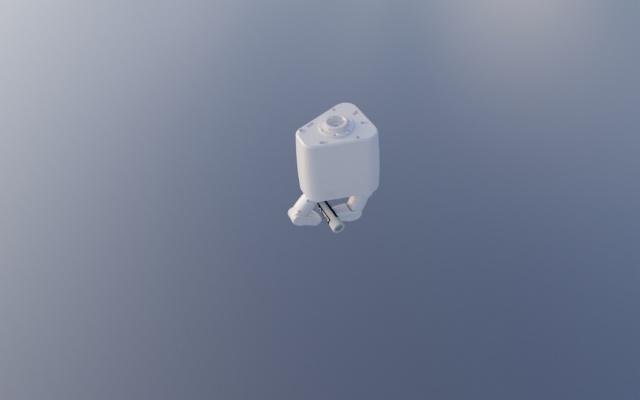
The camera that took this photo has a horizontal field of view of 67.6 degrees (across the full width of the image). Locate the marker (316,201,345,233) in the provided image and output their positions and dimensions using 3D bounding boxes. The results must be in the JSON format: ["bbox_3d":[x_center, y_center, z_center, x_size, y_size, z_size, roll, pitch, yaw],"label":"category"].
[{"bbox_3d":[0.000,0.002,0.736,0.020,0.020,0.121,0,40,-36],"label":"marker"}]
